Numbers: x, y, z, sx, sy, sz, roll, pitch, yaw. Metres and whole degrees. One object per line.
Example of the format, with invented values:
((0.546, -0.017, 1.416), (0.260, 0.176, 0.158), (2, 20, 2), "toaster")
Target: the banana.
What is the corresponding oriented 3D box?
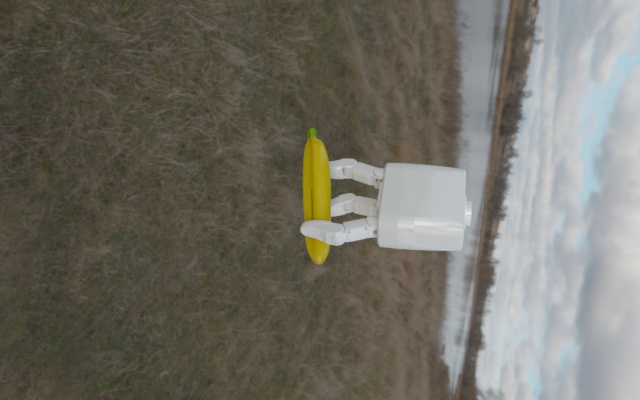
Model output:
((-0.003, 0.003, 0.654), (0.037, 0.198, 0.069), (1, 13, 8), "banana")
